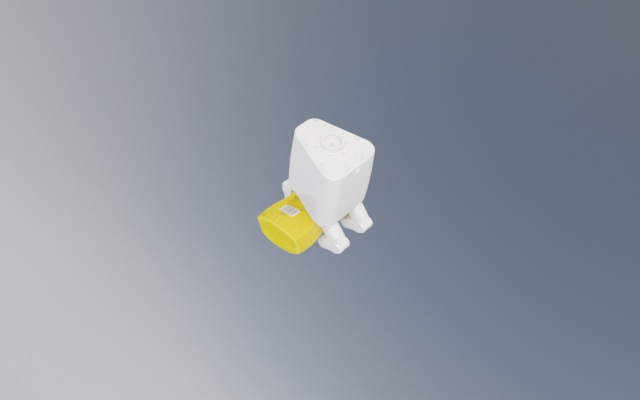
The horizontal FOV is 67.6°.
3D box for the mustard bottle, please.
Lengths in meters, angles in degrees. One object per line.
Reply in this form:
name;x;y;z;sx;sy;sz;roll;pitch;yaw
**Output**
mustard bottle;0.000;0.003;0.763;0.191;0.058;0.096;-38;42;-28
